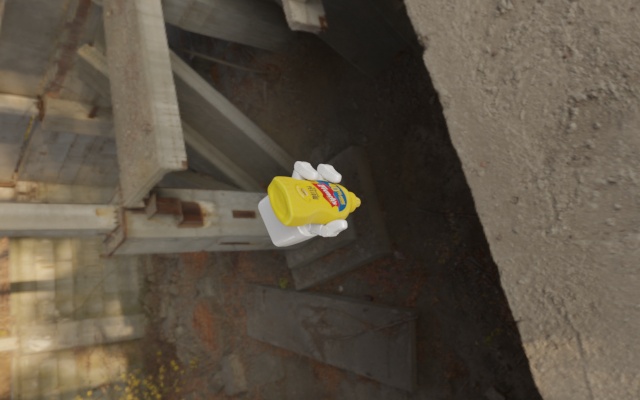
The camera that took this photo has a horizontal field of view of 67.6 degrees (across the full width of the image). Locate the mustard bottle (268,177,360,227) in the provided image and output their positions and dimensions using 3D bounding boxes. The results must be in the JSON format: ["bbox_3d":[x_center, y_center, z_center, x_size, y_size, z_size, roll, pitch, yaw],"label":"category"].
[{"bbox_3d":[0.000,0.003,0.899,0.191,0.096,0.058,1,-43,-39],"label":"mustard bottle"}]
